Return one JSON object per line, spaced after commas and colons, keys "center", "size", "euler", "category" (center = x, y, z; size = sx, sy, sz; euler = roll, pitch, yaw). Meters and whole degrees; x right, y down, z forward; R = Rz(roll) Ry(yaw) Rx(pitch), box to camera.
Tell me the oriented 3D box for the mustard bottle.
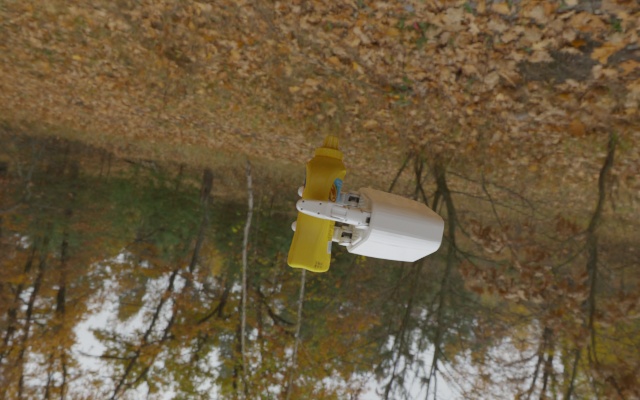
{"center": [0.000, 0.002, 0.679], "size": [0.058, 0.191, 0.096], "euler": [10, -4, 12], "category": "mustard bottle"}
